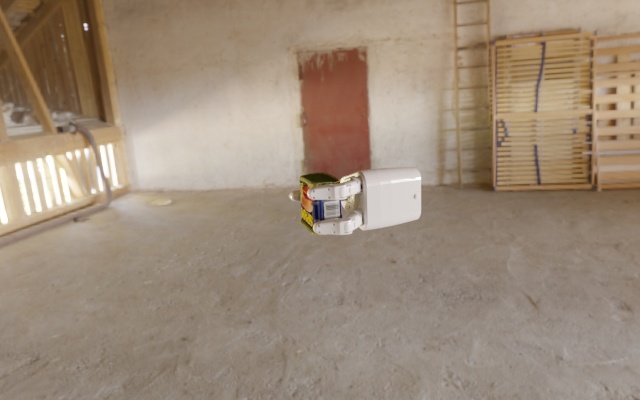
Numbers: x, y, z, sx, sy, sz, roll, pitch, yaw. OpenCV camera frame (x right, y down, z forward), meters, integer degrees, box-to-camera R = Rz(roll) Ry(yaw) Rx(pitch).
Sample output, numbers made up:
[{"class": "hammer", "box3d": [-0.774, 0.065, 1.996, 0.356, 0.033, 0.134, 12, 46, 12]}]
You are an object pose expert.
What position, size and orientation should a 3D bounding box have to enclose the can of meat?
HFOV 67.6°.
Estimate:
[{"class": "can of meat", "box3d": [0.000, 0.002, 0.792, 0.057, 0.084, 0.102, -7, 14, -16]}]
